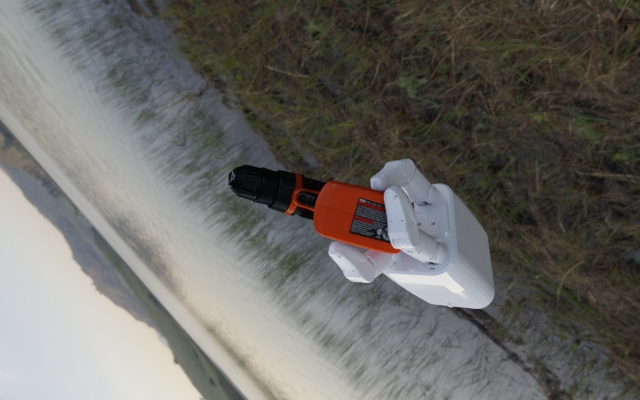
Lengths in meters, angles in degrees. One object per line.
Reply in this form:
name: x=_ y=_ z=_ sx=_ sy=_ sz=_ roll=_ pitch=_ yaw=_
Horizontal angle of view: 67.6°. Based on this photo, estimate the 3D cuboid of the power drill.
power drill: x=0.000 y=0.002 z=0.527 sx=0.184 sy=0.057 sz=0.187 roll=13 pitch=3 yaw=-21
